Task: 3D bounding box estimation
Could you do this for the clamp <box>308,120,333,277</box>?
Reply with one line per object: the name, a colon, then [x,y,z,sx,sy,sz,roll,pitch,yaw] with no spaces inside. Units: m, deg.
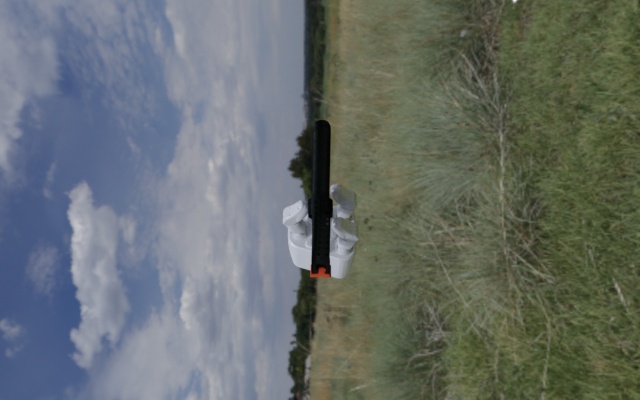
clamp: [-0.001,0.003,0.682,0.036,0.209,0.165,0,-28,-1]
